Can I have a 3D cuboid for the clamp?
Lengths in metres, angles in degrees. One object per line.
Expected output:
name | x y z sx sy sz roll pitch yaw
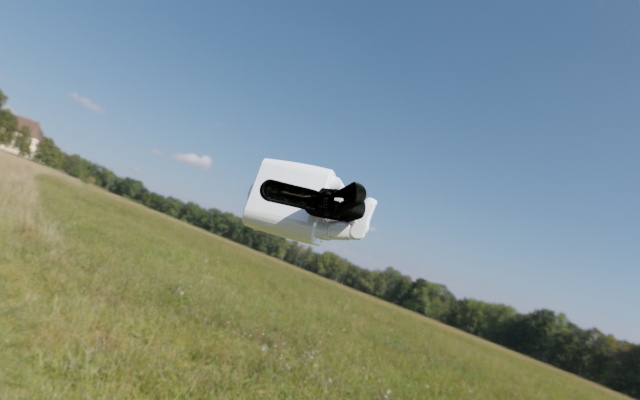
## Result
clamp | 0.000 0.001 0.585 0.120 0.039 0.171 10 -10 10
